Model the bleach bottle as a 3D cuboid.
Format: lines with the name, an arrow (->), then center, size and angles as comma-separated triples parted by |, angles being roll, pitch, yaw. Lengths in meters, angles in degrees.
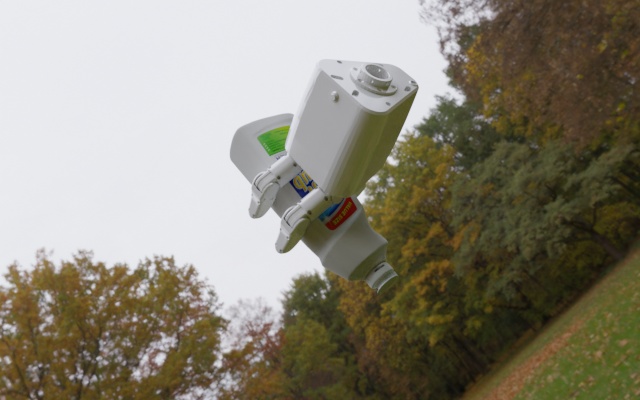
bleach bottle -> 0.000, 0.002, 0.556 | 0.102, 0.068, 0.250 | -22, 58, -37
